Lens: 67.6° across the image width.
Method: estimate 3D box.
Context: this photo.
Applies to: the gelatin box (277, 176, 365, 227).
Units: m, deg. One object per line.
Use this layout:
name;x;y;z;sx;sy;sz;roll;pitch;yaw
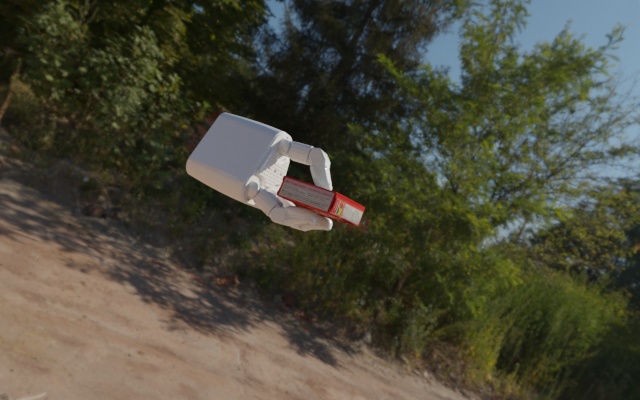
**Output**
gelatin box;0.001;0.002;0.605;0.089;0.030;0.073;18;-5;36
